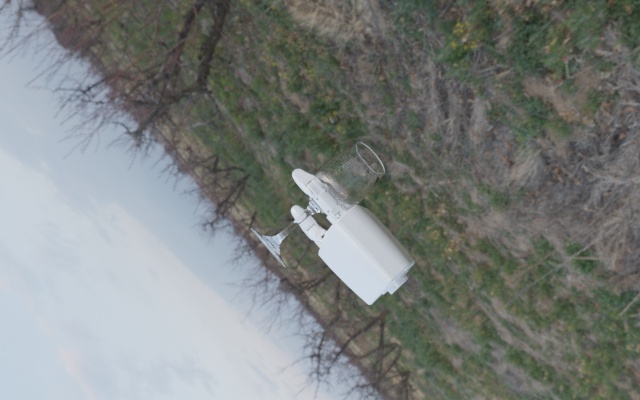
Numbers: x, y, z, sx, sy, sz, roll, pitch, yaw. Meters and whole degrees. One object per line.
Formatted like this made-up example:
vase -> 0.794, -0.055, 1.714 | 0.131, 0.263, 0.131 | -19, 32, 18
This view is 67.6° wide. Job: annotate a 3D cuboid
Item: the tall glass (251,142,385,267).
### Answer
tall glass -> -0.001, 0.003, 0.689 | 0.201, 0.079, 0.079 | -42, 8, -9
